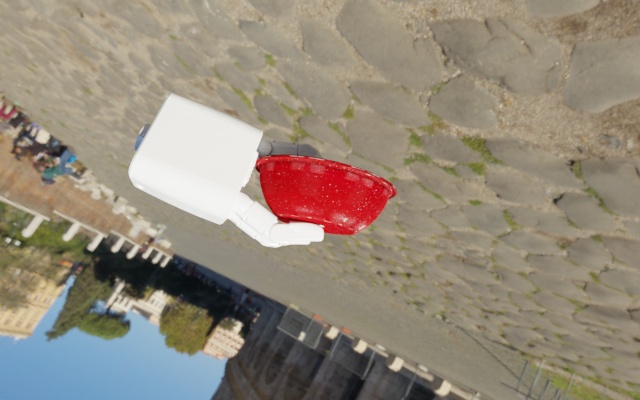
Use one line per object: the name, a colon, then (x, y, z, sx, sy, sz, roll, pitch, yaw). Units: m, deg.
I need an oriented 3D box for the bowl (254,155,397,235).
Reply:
bowl: (0.001, 0.002, 0.528, 0.162, 0.055, 0.162, 11, -11, 2)
